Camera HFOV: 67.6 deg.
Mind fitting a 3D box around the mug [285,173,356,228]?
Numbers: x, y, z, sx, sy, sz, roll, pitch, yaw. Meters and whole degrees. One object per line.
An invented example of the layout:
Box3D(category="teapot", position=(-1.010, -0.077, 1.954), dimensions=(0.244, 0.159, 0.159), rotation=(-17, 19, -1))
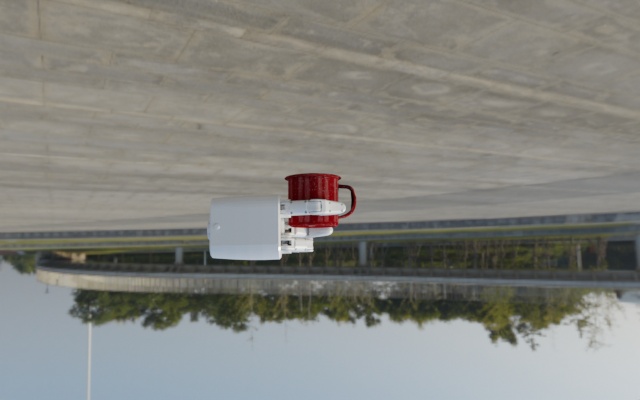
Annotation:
Box3D(category="mug", position=(0.002, 0.003, 0.779), dimensions=(0.117, 0.081, 0.093), rotation=(-1, -6, -1))
